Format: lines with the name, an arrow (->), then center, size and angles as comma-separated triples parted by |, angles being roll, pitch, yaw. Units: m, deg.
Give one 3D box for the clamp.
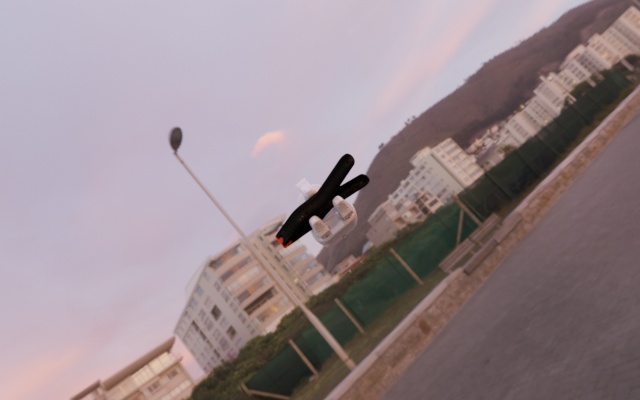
clamp -> -0.001, 0.003, 0.860 | 0.210, 0.036, 0.165 | -41, -19, -2
